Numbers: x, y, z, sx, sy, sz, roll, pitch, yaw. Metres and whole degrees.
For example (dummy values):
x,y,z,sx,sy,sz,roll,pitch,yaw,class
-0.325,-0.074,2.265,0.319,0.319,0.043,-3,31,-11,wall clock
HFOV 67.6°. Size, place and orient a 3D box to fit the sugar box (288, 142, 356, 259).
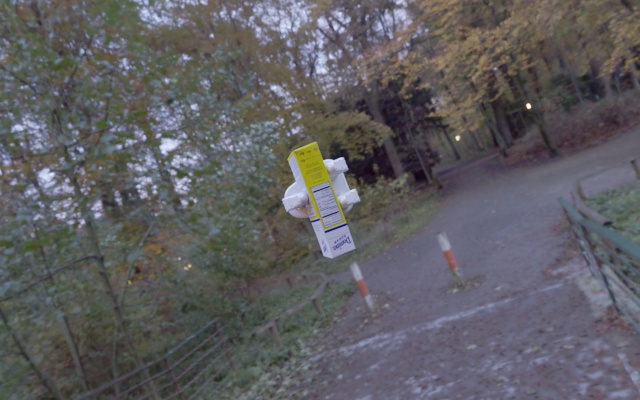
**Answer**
x,y,z,sx,sy,sz,roll,pitch,yaw,class
0.001,0.002,0.761,0.048,0.176,0.093,-23,0,-9,sugar box
